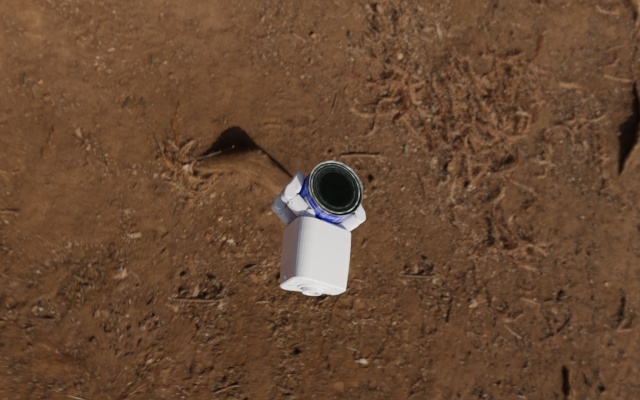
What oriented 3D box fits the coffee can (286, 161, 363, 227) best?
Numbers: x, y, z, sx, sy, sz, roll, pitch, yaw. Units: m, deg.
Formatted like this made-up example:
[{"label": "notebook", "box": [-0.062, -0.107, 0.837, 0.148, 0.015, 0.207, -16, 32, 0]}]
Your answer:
[{"label": "coffee can", "box": [0.000, 0.003, 0.867, 0.103, 0.102, 0.140, 0, -20, -24]}]
